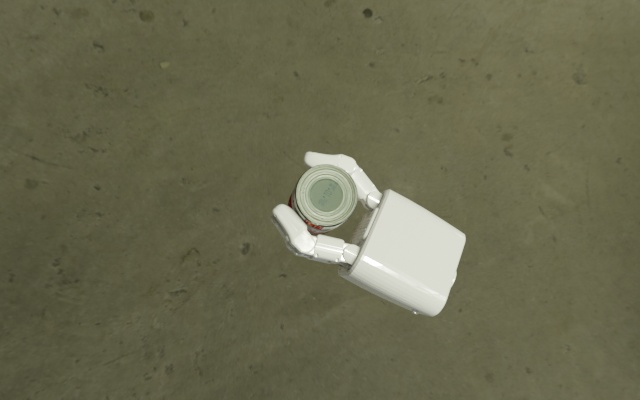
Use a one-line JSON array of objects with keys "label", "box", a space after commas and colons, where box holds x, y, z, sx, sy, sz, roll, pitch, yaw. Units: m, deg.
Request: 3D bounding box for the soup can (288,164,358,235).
[{"label": "soup can", "box": [0.000, 0.001, 0.540, 0.068, 0.068, 0.102, 0, -8, -8]}]
